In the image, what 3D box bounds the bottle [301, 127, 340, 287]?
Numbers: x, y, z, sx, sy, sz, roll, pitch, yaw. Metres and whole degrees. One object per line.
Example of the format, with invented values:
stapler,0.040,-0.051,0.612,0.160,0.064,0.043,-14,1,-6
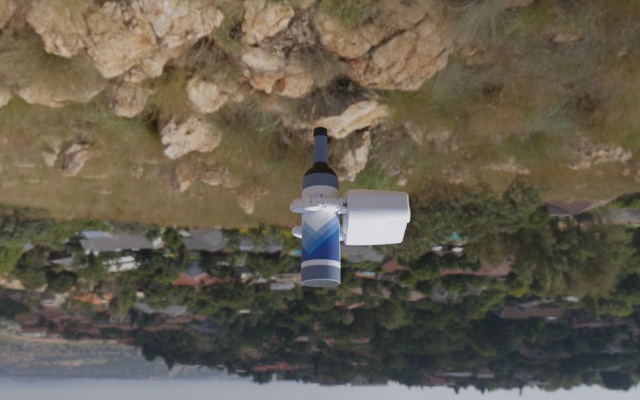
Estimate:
bottle,0.000,0.003,0.860,0.069,0.295,0.069,0,-21,0
